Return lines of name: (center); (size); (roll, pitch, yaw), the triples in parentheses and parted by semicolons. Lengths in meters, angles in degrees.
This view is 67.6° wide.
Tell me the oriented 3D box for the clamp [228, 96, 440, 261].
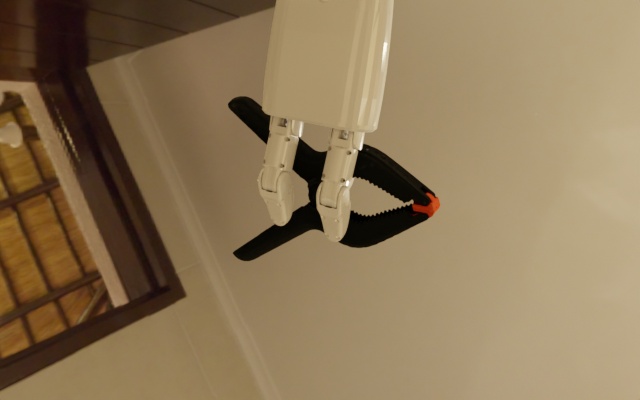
clamp: (0.001, 0.001, 0.441); (0.210, 0.165, 0.036); (15, 21, 21)
